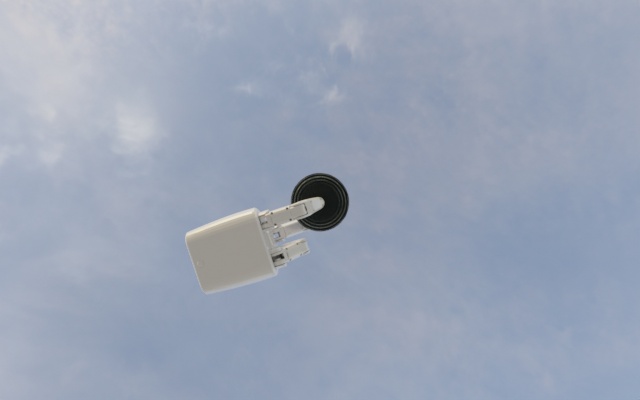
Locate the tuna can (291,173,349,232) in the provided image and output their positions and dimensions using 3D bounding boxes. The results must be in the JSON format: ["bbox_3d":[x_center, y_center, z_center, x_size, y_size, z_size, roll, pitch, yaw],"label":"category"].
[{"bbox_3d":[0.000,0.002,0.711,0.086,0.086,0.034,0,1,4],"label":"tuna can"}]
